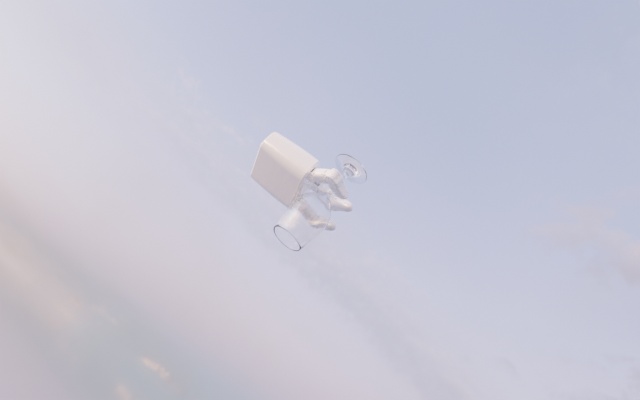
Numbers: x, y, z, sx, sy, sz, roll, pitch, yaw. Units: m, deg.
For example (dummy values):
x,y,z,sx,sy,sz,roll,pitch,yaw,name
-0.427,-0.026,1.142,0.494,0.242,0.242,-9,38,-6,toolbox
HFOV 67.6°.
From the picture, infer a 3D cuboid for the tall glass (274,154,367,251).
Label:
x,y,z,sx,sy,sz,roll,pitch,yaw,name
0.001,0.003,0.884,0.079,0.079,0.201,0,41,52,tall glass
